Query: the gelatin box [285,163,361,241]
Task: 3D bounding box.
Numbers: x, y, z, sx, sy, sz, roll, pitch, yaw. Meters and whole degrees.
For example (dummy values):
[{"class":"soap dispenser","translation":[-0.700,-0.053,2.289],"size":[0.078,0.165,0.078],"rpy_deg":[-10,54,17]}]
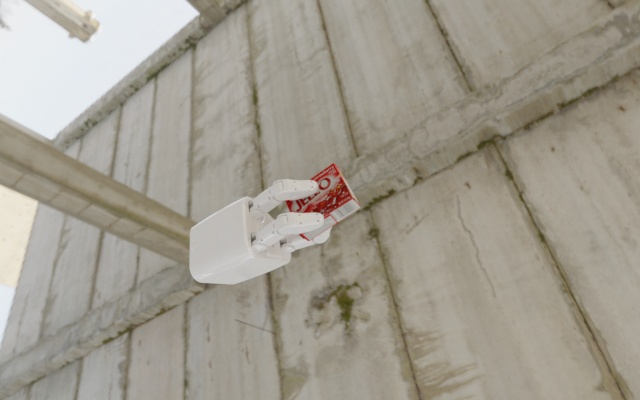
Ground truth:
[{"class":"gelatin box","translation":[0.001,0.002,0.654],"size":[0.089,0.073,0.030],"rpy_deg":[-33,-41,9]}]
